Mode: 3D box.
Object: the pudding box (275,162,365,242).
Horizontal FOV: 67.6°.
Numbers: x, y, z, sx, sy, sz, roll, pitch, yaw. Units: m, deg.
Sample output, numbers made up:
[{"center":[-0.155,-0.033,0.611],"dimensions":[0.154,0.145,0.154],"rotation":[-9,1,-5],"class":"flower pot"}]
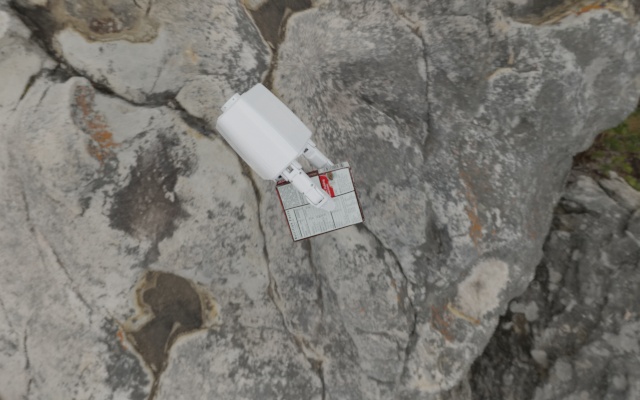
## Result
[{"center":[0.000,0.002,0.702],"dimensions":[0.113,0.090,0.039],"rotation":[-15,14,3],"class":"pudding box"}]
